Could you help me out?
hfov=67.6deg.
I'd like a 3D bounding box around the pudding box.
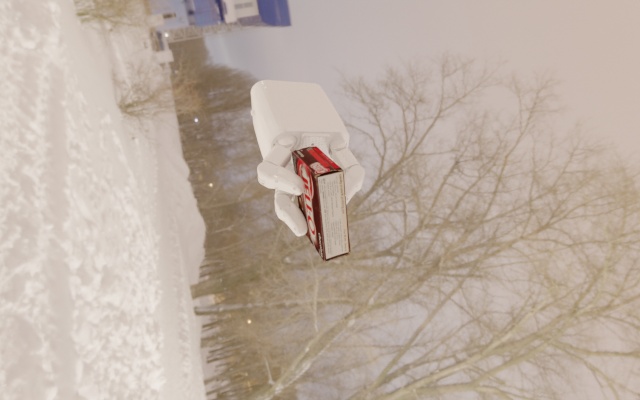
[{"bbox_3d":[0.000,0.002,0.570,0.039,0.113,0.090,-15,27,-13],"label":"pudding box"}]
